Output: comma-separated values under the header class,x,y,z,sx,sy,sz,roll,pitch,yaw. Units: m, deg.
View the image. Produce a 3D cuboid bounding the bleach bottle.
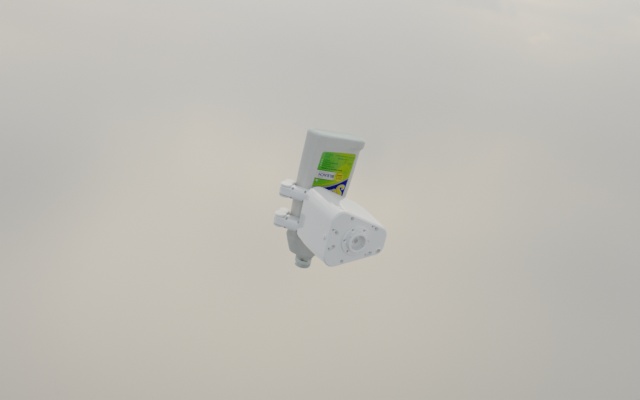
class,x,y,z,sx,sy,sz,roll,pitch,yaw
bleach bottle,0.000,0.003,0.852,0.102,0.251,0.068,4,19,-26
